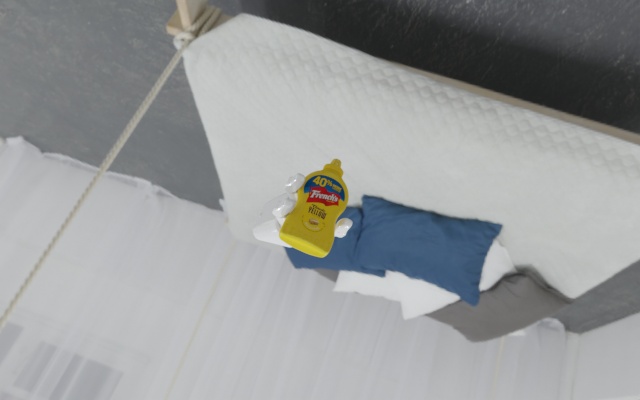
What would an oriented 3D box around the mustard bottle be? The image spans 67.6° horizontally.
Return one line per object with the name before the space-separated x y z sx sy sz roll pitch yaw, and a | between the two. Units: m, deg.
mustard bottle | 0.000 0.003 0.889 0.096 0.191 0.058 24 -26 -3
